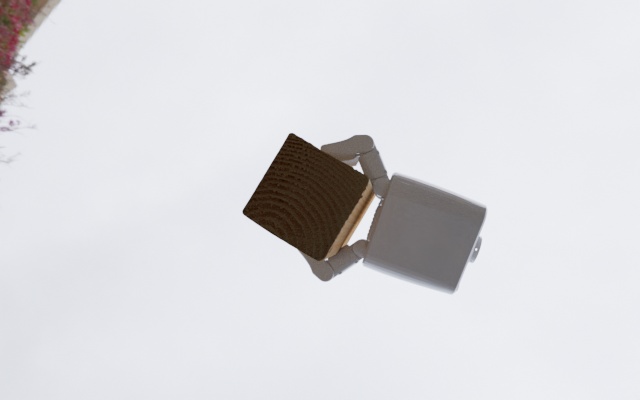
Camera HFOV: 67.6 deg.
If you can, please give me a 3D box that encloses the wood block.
[{"bbox_3d":[0.000,0.002,0.532,0.090,0.091,0.206,31,1,9],"label":"wood block"}]
